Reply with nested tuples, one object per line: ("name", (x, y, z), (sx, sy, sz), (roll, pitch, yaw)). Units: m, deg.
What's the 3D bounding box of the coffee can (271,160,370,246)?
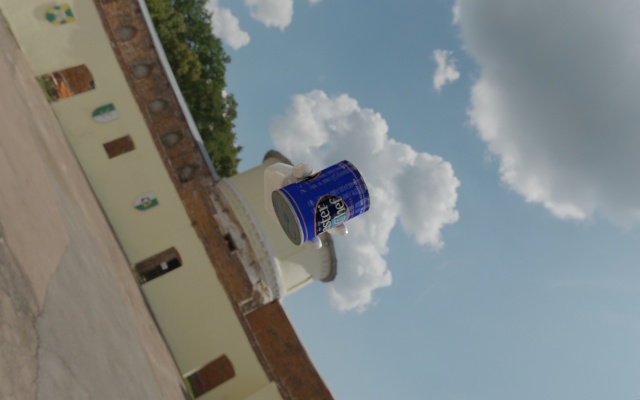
("coffee can", (0.000, 0.003, 0.830), (0.140, 0.103, 0.103), (-25, 9, -19))
